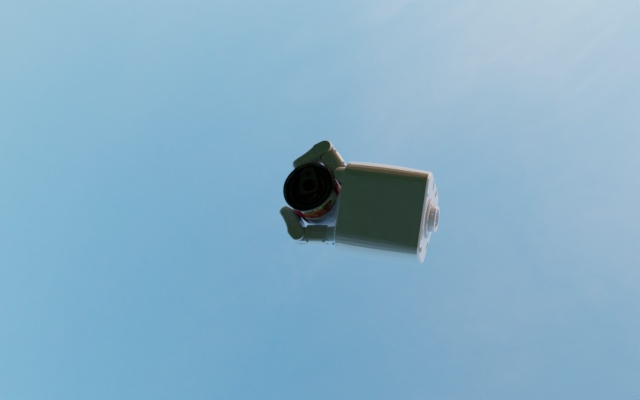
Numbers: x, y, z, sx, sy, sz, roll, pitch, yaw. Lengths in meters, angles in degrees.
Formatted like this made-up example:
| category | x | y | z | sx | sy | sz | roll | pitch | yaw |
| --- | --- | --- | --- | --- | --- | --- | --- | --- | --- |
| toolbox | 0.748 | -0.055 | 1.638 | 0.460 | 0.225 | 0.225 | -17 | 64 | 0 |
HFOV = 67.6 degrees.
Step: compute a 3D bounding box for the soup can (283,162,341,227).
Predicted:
| category | x | y | z | sx | sy | sz | roll | pitch | yaw |
| --- | --- | --- | --- | --- | --- | --- | --- | --- | --- |
| soup can | 0.000 | 0.002 | 0.643 | 0.068 | 0.068 | 0.102 | 0 | -23 | 20 |
